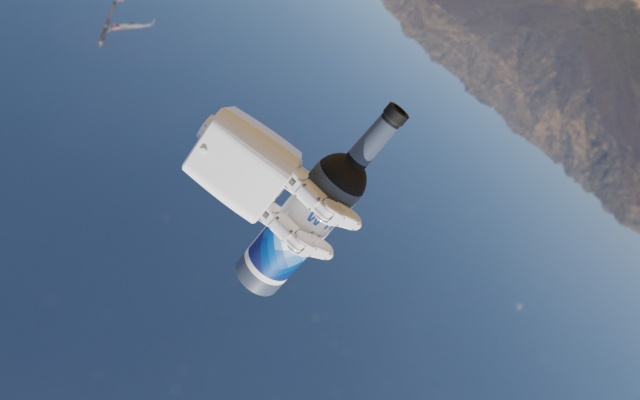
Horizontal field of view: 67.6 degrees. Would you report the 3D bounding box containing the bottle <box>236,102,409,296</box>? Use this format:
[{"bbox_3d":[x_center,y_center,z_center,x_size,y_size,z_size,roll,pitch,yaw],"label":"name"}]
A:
[{"bbox_3d":[0.000,0.002,0.583,0.069,0.069,0.296,0,-43,-54],"label":"bottle"}]
